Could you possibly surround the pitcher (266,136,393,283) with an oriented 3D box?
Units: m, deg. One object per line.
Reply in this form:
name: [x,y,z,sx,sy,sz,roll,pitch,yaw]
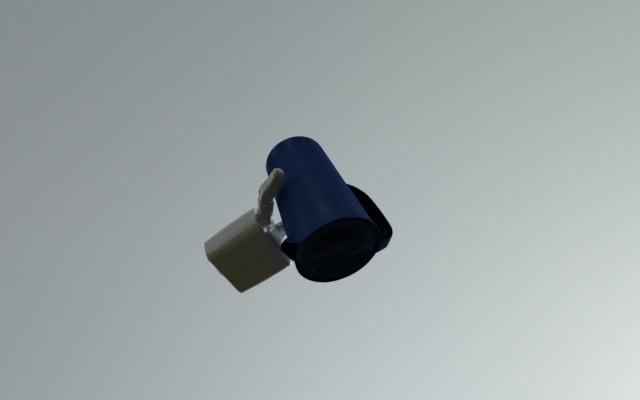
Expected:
pitcher: [0.000,0.003,0.777,0.145,0.242,0.149,-35,-45,9]
